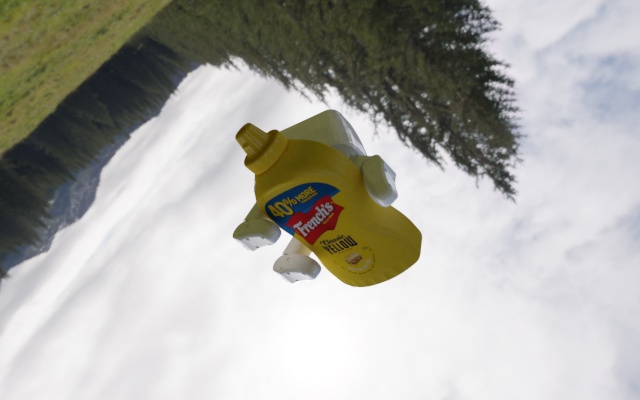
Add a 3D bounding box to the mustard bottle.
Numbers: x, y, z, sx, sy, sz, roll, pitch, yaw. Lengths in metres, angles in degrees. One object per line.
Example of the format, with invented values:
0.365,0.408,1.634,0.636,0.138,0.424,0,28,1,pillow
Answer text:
0.000,0.002,0.427,0.096,0.058,0.192,-25,-57,38,mustard bottle
